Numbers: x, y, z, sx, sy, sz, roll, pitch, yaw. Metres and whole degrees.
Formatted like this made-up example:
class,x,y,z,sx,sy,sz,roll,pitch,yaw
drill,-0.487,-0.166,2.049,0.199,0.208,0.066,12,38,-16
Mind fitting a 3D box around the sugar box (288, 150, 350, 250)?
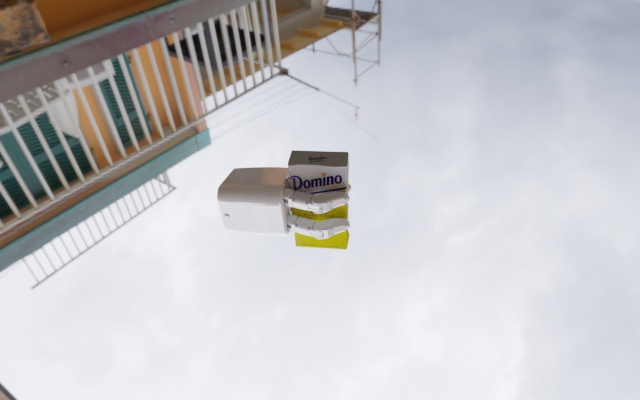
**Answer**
class,x,y,z,sx,sy,sz,roll,pitch,yaw
sugar box,0.000,0.003,0.782,0.093,0.176,0.048,2,41,7
